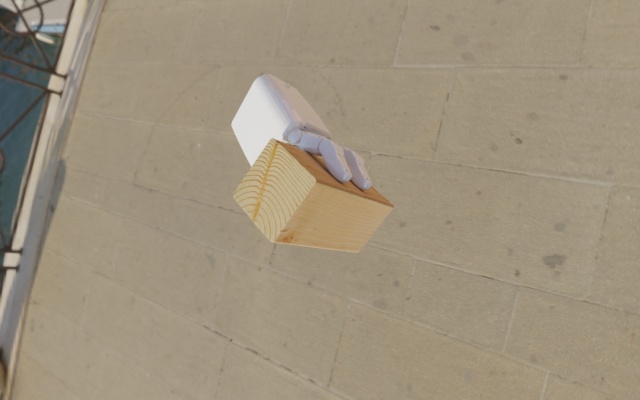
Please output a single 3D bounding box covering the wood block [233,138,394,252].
[{"bbox_3d":[0.000,0.002,0.627,0.090,0.091,0.206,45,16,30],"label":"wood block"}]
